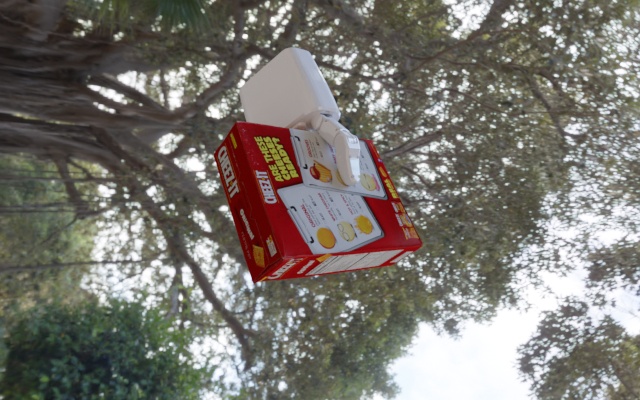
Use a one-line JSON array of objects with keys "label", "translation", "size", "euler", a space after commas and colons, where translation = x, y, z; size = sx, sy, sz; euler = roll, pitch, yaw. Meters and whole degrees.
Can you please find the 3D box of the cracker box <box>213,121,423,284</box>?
[{"label": "cracker box", "translation": [0.000, 0.002, 0.559], "size": [0.214, 0.164, 0.072], "euler": [0, -32, -41]}]
